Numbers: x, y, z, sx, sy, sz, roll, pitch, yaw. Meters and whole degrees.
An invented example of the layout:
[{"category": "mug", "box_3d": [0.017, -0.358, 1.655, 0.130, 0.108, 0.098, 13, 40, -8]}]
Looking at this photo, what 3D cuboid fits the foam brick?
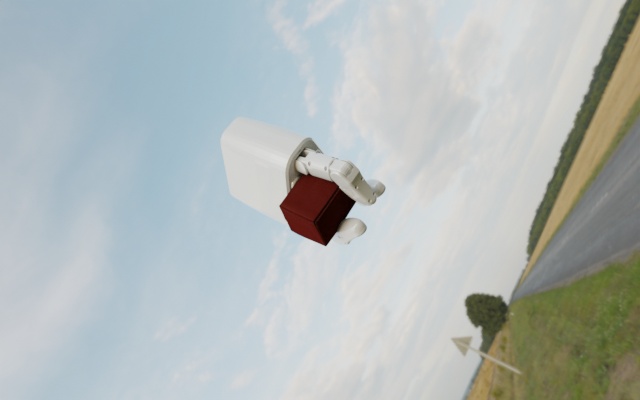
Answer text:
[{"category": "foam brick", "box_3d": [0.000, 0.002, 0.540, 0.051, 0.078, 0.053, 21, -28, 28]}]
